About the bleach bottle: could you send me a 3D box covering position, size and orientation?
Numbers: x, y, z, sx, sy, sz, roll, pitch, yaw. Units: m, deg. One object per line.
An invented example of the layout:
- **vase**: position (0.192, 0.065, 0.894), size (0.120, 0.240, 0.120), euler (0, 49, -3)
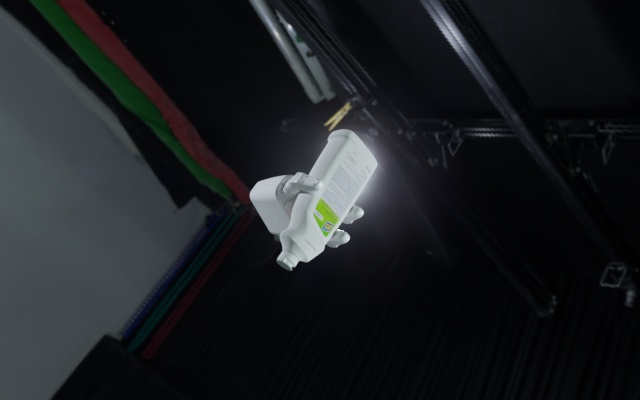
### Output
- **bleach bottle**: position (0.000, 0.003, 0.808), size (0.103, 0.250, 0.068), euler (46, -27, -26)
